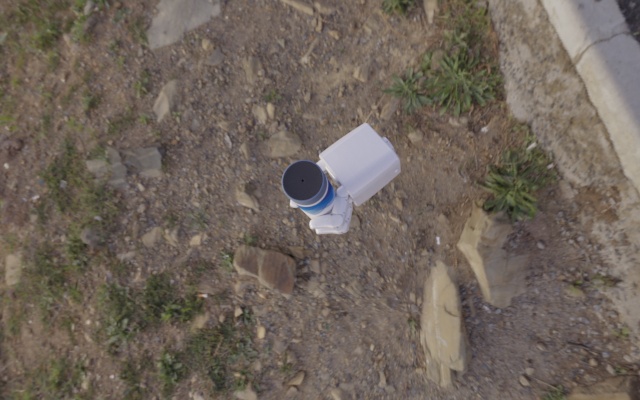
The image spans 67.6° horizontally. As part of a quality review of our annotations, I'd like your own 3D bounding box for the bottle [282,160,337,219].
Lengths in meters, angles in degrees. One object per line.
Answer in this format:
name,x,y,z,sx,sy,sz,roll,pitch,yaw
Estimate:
bottle,0.000,0.003,0.858,0.069,0.069,0.296,0,-13,11
